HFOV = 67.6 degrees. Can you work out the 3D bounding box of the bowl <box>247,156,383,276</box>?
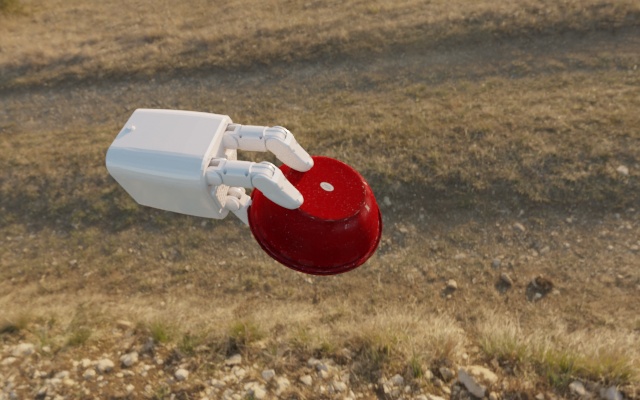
[{"bbox_3d":[0.001,0.002,0.541,0.162,0.162,0.055,0,-37,-15],"label":"bowl"}]
